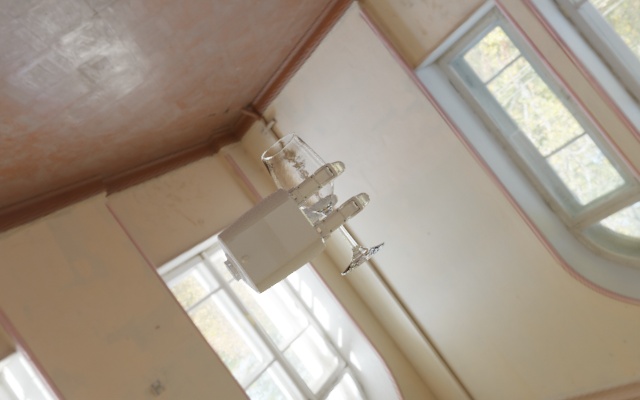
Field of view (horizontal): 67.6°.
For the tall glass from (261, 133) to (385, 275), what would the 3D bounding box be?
[{"bbox_3d":[0.001,0.003,0.670,0.079,0.201,0.079,-37,-3,-2],"label":"tall glass"}]
